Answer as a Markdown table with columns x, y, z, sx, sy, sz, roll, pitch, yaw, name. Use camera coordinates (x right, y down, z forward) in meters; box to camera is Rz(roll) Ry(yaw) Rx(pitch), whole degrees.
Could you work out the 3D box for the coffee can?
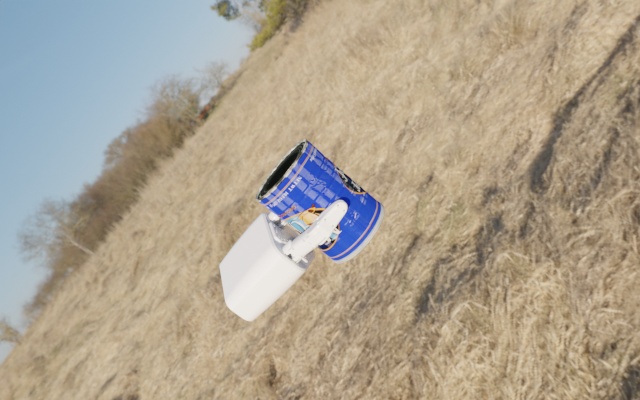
| x | y | z | sx | sy | sz | roll | pitch | yaw | name |
| --- | --- | --- | --- | --- | --- | --- | --- | --- | --- |
| 0.000 | 0.002 | 0.635 | 0.140 | 0.103 | 0.103 | 39 | -12 | -15 | coffee can |
